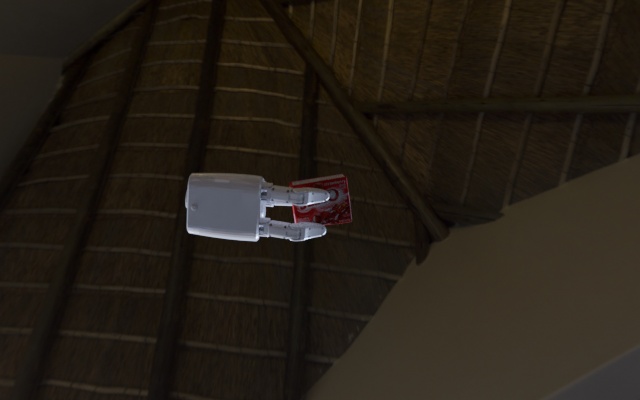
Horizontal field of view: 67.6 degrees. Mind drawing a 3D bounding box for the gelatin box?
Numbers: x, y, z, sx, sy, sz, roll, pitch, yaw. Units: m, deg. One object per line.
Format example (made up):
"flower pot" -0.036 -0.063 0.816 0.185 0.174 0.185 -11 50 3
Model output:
"gelatin box" 0.000 0.002 0.739 0.089 0.073 0.030 -9 15 -4
